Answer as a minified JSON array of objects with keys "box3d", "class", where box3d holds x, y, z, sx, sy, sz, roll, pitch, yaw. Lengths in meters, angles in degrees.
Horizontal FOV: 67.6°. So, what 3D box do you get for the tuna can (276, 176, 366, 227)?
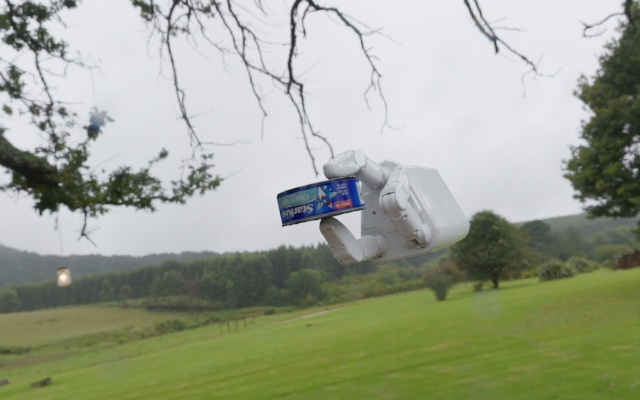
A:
[{"box3d":[0.000,0.001,0.475,0.086,0.034,0.086,-12,-3,-1],"class":"tuna can"}]
